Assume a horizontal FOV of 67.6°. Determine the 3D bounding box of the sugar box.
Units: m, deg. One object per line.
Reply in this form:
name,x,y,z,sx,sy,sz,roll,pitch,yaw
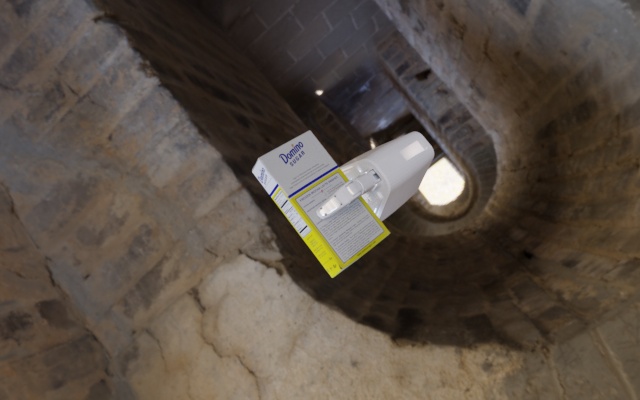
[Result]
sugar box,0.000,0.002,0.625,0.093,0.176,0.048,-33,-10,-32
